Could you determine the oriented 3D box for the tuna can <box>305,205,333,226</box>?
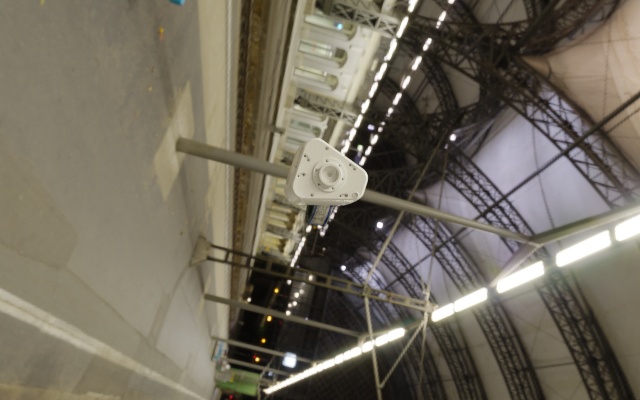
[{"bbox_3d":[0.001,0.003,0.867,0.034,0.086,0.086,15,-3,-10],"label":"tuna can"}]
